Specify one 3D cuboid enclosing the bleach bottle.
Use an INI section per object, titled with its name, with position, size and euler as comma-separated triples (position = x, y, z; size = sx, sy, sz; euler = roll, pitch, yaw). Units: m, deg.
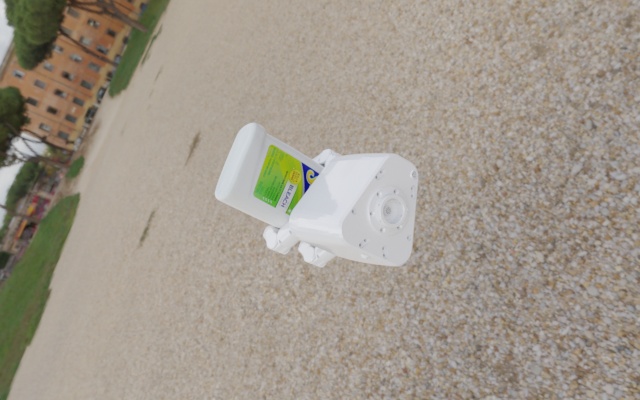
[bleach bottle]
position = 0.000, 0.002, 0.608
size = 0.251, 0.102, 0.068
euler = 25, -11, -26
